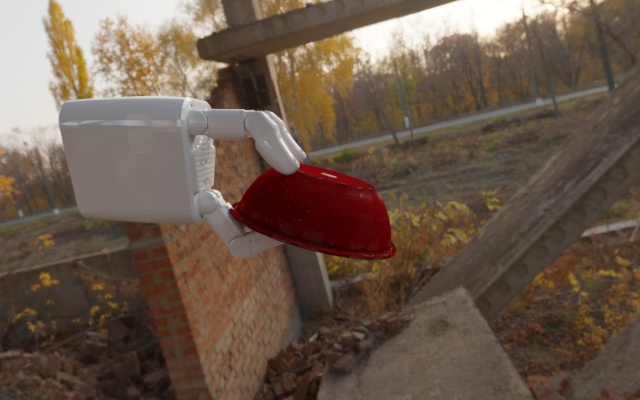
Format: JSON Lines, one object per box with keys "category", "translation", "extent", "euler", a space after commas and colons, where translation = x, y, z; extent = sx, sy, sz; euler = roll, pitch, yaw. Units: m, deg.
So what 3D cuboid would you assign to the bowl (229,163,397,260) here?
{"category": "bowl", "translation": [0.001, 0.001, 0.447], "extent": [0.162, 0.055, 0.162], "euler": [15, 9, -2]}
